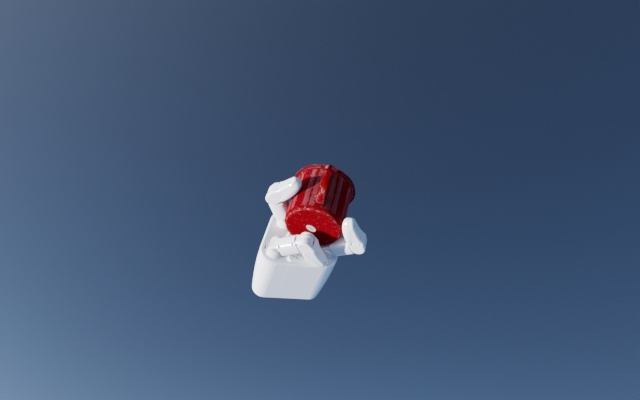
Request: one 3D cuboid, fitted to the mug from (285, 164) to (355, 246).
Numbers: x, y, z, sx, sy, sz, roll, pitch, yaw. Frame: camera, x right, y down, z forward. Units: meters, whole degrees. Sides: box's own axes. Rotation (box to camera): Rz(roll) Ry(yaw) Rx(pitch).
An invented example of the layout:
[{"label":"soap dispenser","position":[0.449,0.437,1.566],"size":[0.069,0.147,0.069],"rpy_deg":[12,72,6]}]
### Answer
[{"label":"mug","position":[0.000,0.001,0.666],"size":[0.093,0.081,0.117],"rpy_deg":[18,-42,-2]}]
